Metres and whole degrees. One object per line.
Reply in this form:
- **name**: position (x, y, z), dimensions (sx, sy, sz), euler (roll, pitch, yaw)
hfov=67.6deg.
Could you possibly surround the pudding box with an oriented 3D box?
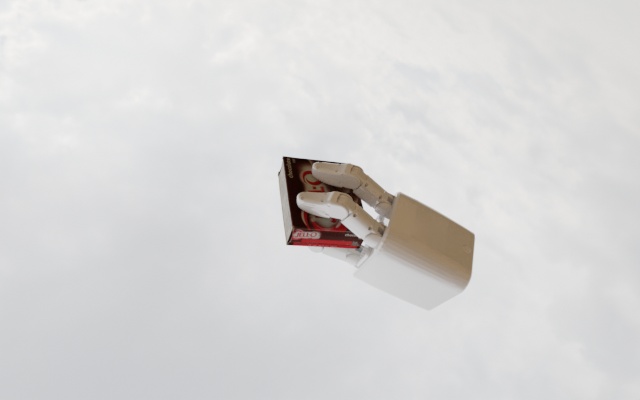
- **pudding box**: position (0.000, 0.002, 0.562), dimensions (0.090, 0.113, 0.039), euler (5, -44, -19)
